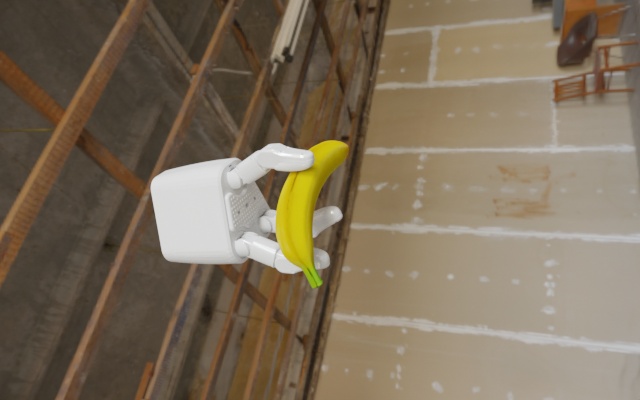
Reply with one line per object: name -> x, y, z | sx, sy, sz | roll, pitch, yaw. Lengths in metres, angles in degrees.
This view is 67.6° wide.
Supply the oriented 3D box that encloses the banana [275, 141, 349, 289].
banana -> -0.010, -0.007, 0.511 | 0.037, 0.197, 0.070 | -12, -45, 31
